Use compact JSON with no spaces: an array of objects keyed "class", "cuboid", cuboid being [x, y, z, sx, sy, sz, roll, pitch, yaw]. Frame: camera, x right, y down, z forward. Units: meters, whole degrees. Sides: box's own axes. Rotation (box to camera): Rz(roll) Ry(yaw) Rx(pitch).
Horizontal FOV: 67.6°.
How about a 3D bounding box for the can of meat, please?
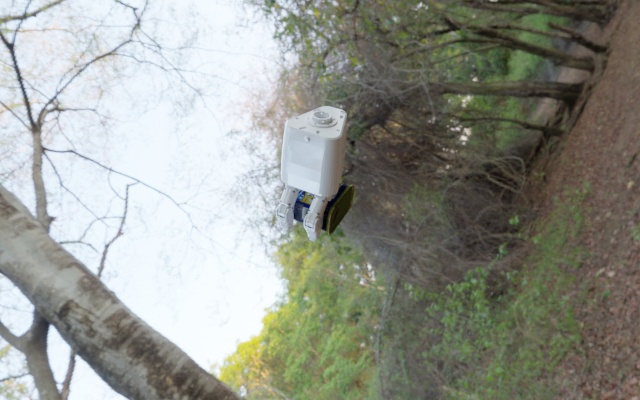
[{"class":"can of meat","cuboid":[0.000,0.003,0.836,0.084,0.057,0.102,20,42,18]}]
